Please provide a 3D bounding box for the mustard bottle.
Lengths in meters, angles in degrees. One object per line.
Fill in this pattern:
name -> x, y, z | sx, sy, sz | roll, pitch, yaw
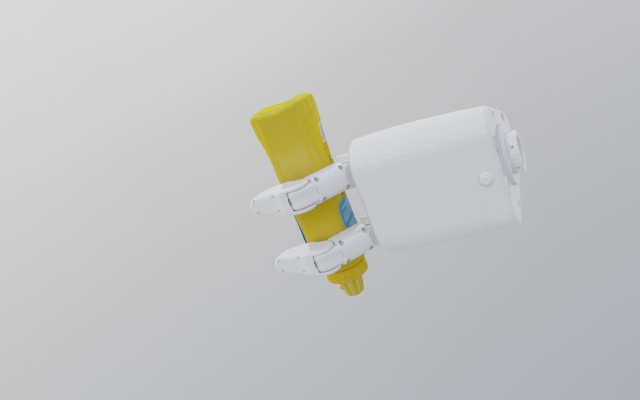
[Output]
mustard bottle -> 0.000, 0.001, 0.436 | 0.058, 0.192, 0.096 | -21, 14, 6
